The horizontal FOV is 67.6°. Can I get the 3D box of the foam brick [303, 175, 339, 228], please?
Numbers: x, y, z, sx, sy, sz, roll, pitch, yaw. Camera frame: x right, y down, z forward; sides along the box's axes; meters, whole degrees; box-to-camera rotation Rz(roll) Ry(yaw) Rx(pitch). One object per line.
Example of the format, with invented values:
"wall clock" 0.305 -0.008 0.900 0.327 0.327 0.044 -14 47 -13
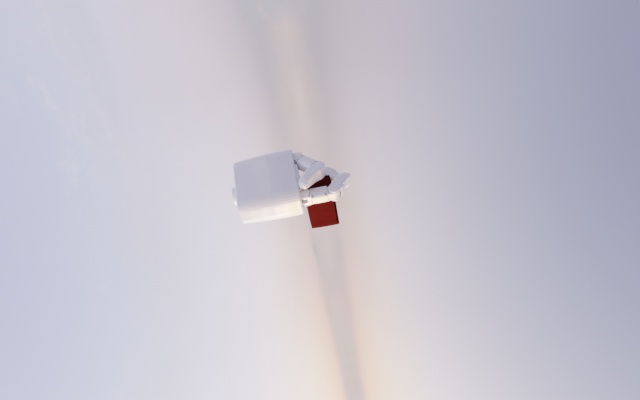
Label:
"foam brick" 0.000 0.003 0.852 0.051 0.078 0.053 -12 42 -1
